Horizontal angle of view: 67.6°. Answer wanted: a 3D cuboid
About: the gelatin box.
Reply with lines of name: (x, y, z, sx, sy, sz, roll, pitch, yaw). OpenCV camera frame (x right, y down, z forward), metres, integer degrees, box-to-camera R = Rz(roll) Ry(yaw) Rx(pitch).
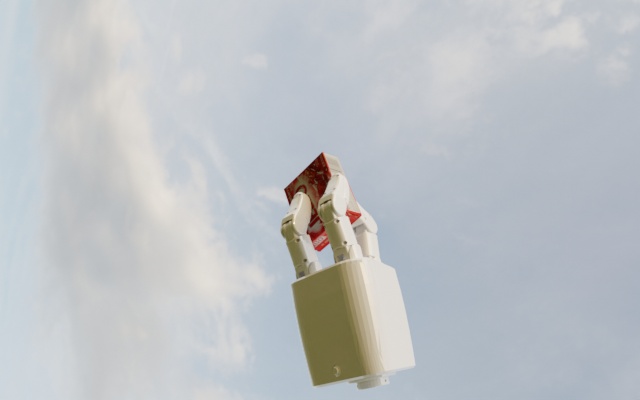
gelatin box: (0.000, 0.002, 0.543, 0.030, 0.089, 0.073, 16, -47, -42)
